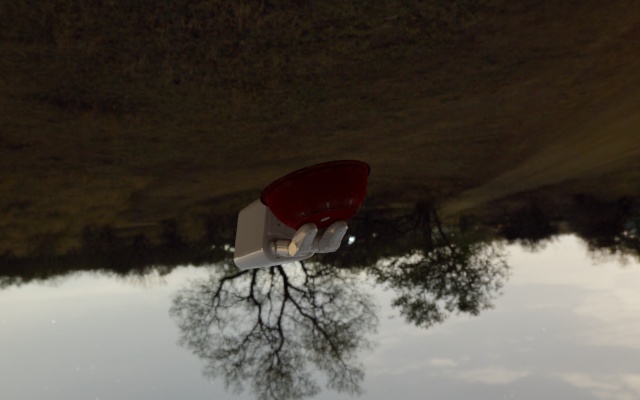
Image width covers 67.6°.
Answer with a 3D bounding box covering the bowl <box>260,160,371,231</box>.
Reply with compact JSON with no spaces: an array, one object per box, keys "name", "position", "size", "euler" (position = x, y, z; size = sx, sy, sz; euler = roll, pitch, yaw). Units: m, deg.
[{"name":"bowl","position":[0.001,0.002,0.663],"size":[0.162,0.055,0.162],"euler":[-15,-17,-5]}]
